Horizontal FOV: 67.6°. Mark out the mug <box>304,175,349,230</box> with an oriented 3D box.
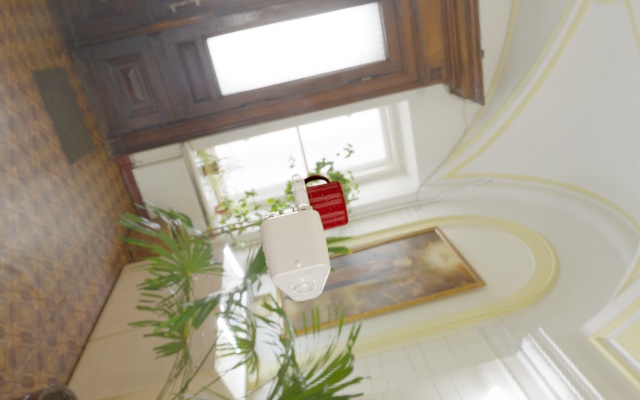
[{"bbox_3d":[0.000,0.002,0.862,0.081,0.117,0.093,-13,-35,-2],"label":"mug"}]
